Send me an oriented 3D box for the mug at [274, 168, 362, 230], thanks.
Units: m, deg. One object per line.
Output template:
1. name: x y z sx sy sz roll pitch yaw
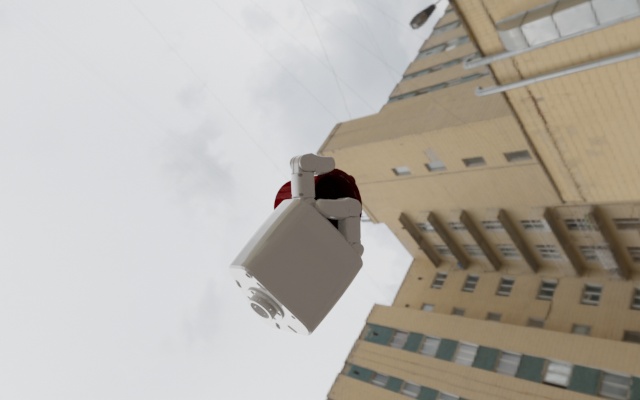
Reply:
1. mug: 0.001 0.001 0.627 0.081 0.093 0.117 -6 32 48
